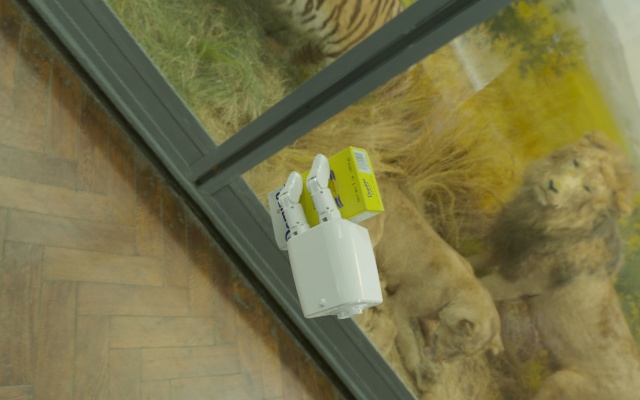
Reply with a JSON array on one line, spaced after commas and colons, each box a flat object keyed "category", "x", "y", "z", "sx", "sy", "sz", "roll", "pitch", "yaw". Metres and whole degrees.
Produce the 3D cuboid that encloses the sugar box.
[{"category": "sugar box", "x": 0.000, "y": 0.002, "z": 0.679, "sx": 0.176, "sy": 0.093, "sz": 0.048, "roll": -27, "pitch": -22, "yaw": 36}]
